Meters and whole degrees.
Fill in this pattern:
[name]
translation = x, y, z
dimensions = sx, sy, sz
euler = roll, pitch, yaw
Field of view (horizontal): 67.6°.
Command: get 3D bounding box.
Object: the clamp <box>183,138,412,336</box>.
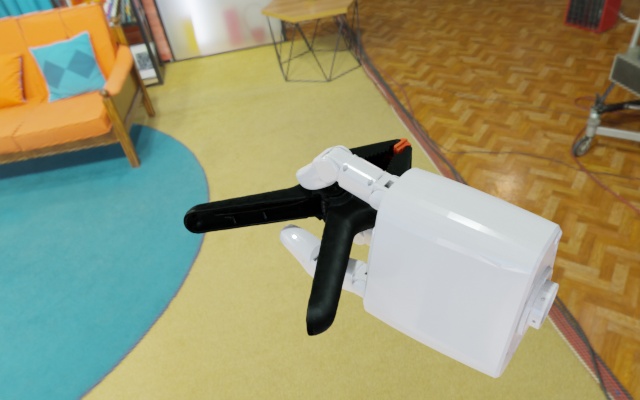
[clamp]
translation = 0.001, 0.001, 0.408
dimensions = 0.164, 0.036, 0.210
euler = 26, 50, 30
